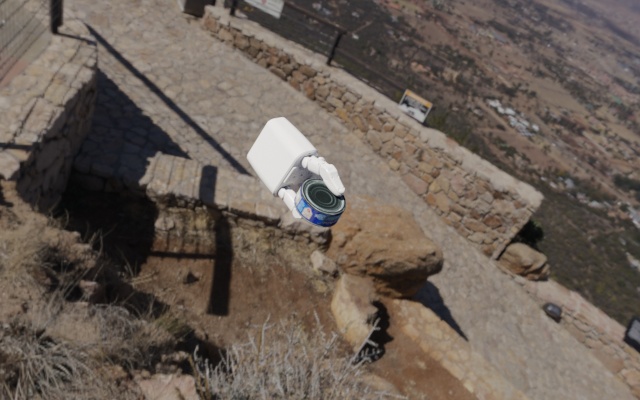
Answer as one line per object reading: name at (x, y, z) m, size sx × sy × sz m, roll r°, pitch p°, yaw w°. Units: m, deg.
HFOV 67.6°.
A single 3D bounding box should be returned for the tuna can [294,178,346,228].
tuna can at (0.000, 0.002, 0.817) m, size 0.086 × 0.086 × 0.034 m, roll 0°, pitch -41°, yaw -32°
